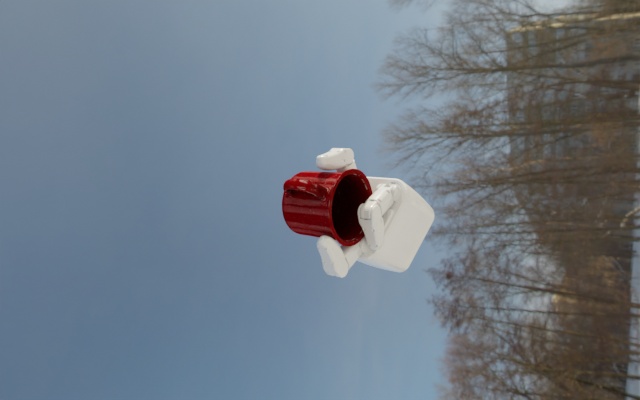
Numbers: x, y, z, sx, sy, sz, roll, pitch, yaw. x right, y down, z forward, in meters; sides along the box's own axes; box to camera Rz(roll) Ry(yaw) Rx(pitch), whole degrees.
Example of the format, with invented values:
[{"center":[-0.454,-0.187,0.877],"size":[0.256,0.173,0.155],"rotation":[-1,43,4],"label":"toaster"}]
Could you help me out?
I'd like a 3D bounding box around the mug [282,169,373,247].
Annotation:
[{"center":[-0.001,0.002,0.581],"size":[0.081,0.093,0.117],"rotation":[5,-15,38],"label":"mug"}]
